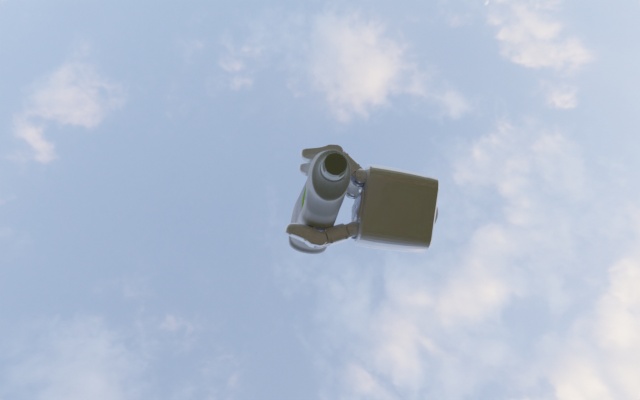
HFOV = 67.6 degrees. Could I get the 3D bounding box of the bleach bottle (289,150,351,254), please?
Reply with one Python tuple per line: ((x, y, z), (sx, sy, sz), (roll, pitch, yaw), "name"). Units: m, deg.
((0.000, 0.002, 0.680), (0.068, 0.102, 0.251), (10, -19, -5), "bleach bottle")
